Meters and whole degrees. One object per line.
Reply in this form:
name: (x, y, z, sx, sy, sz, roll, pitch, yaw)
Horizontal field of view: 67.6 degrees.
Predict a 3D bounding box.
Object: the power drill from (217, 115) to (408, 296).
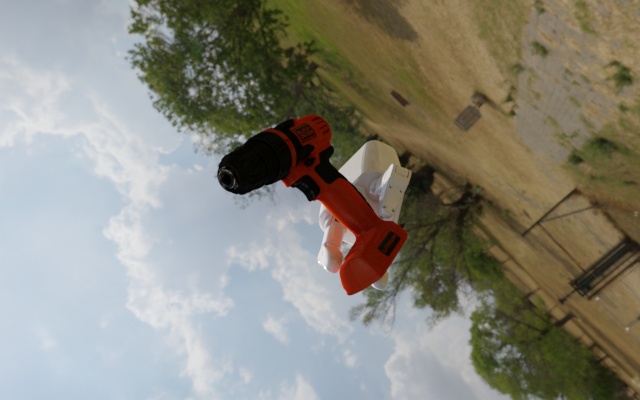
power drill: (0.000, 0.002, 0.493, 0.057, 0.187, 0.184, -37, 2, 36)
